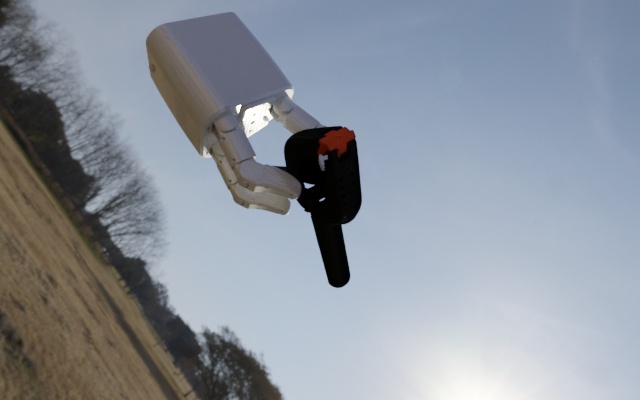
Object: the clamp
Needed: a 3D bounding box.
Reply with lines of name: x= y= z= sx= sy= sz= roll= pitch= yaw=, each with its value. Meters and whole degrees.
clamp: x=0.001 y=0.001 z=0.462 sx=0.036 sy=0.164 sz=0.210 roll=-32 pitch=-8 yaw=-23
